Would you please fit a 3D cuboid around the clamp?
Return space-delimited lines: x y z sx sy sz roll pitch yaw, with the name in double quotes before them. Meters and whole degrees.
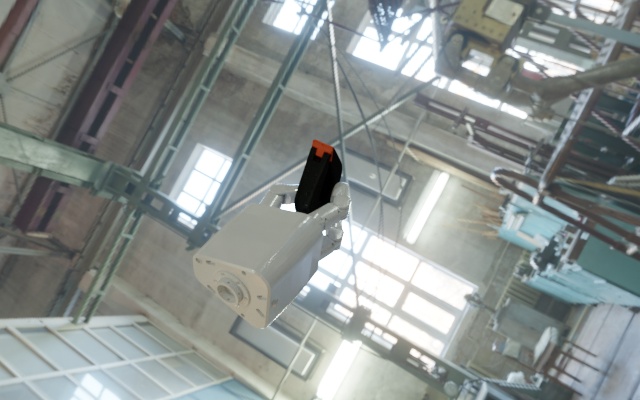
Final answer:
"clamp" -0.001 0.002 0.645 0.036 0.210 0.164 24 42 17
